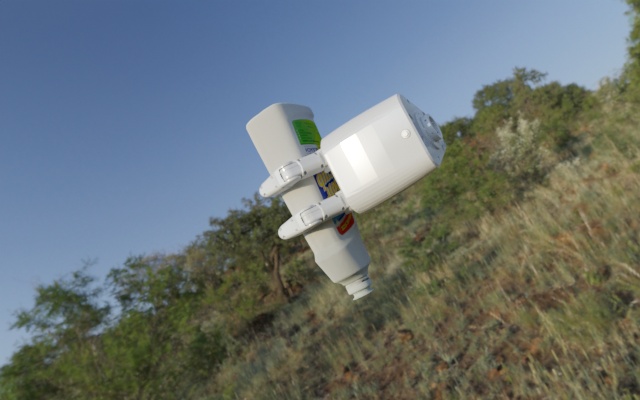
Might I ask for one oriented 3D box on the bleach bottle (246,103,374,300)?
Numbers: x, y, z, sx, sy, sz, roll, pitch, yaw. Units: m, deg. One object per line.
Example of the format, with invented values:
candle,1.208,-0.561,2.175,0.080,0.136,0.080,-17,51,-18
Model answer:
bleach bottle,0.000,0.002,0.598,0.068,0.251,0.102,-31,-9,26
